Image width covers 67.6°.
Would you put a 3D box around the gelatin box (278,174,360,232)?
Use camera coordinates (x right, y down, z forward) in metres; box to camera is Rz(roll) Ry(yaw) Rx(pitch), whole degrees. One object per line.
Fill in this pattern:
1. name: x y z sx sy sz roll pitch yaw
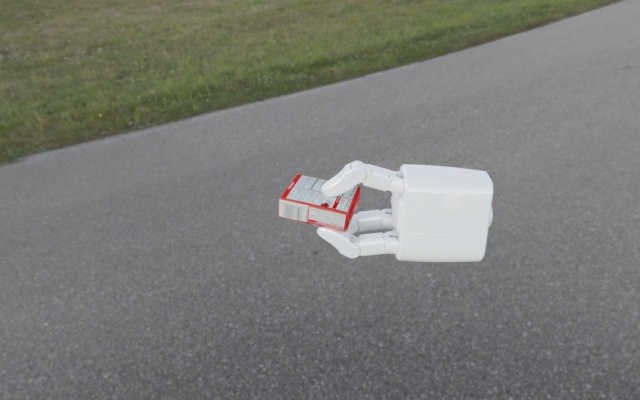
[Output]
1. gelatin box: 0.000 0.001 0.600 0.089 0.030 0.073 13 30 10
